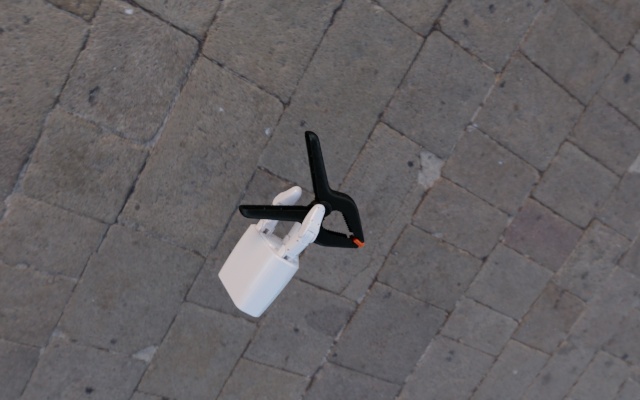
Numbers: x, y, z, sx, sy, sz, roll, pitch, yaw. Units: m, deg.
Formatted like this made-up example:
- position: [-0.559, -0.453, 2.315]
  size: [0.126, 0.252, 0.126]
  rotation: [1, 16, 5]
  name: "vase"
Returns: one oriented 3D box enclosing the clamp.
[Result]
- position: [0.001, 0.003, 0.754]
  size: [0.210, 0.164, 0.036]
  rotation: [33, 7, -25]
  name: "clamp"
